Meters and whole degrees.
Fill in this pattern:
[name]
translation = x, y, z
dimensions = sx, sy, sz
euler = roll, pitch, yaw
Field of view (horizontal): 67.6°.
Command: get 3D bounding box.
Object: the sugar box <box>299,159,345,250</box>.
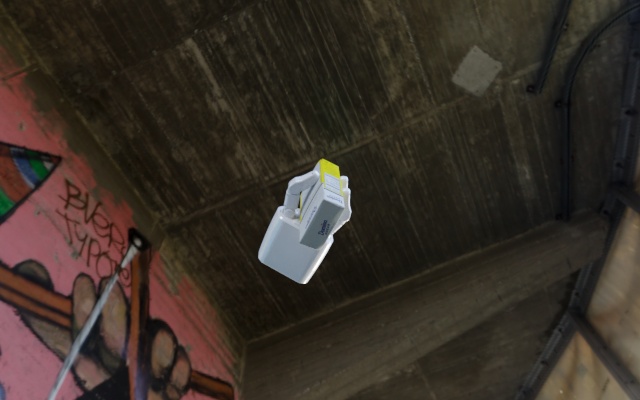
[sugar box]
translation = 0.001, 0.003, 0.842
dimensions = 0.048, 0.093, 0.176
euler = 22, 24, -15
